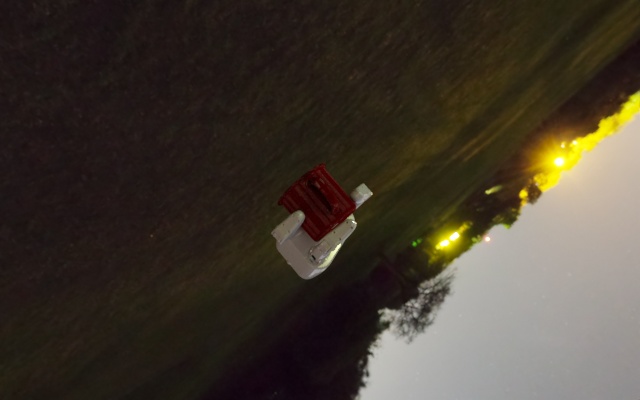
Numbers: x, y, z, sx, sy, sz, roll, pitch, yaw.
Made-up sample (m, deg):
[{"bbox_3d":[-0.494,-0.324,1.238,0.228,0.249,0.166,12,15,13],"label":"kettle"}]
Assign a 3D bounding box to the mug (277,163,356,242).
[{"bbox_3d":[0.001,0.002,0.687,0.093,0.081,0.117,-38,-7,-19],"label":"mug"}]
